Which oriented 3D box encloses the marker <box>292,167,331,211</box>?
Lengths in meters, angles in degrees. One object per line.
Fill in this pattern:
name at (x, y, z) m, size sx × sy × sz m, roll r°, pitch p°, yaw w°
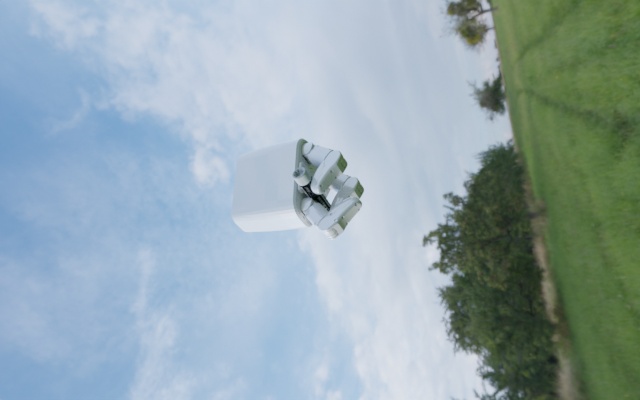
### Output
marker at (0.000, 0.002, 0.618) m, size 0.020 × 0.020 × 0.121 m, roll 0°, pitch -36°, yaw 33°
